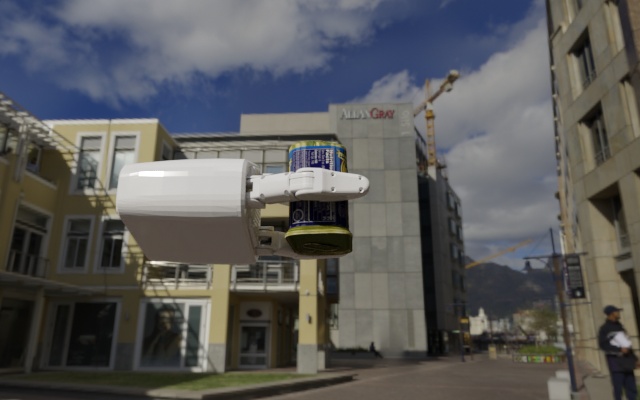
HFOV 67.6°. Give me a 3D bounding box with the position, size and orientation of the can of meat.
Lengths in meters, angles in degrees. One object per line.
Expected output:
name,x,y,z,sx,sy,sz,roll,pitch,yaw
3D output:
can of meat,0.000,0.001,0.445,0.057,0.084,0.102,-2,-17,3
